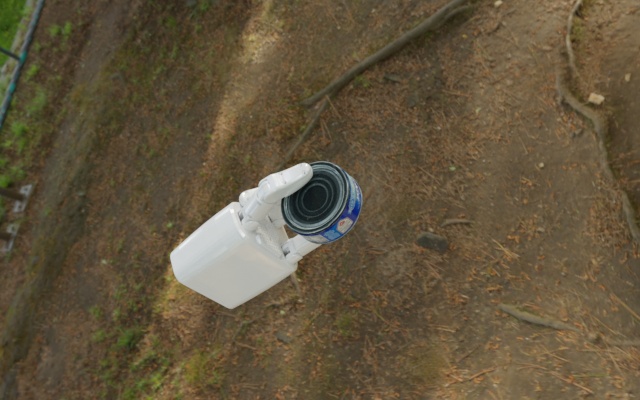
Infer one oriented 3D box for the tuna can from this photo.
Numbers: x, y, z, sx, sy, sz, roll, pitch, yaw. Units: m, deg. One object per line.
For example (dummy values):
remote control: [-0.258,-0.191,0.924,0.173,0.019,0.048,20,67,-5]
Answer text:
tuna can: [0.000,0.001,0.515,0.086,0.086,0.034,0,-21,31]
